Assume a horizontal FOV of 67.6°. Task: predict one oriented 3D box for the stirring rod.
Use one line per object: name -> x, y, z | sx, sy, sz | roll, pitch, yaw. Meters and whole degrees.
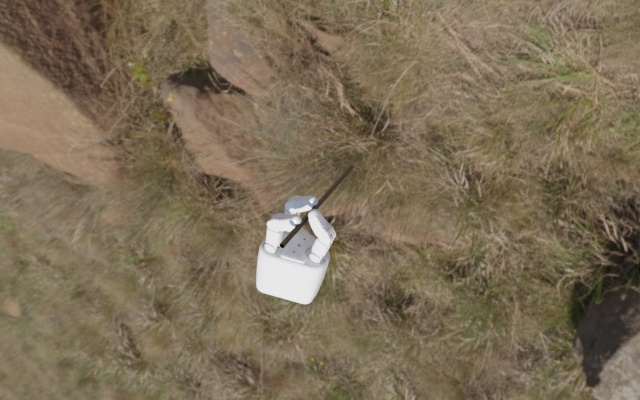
stirring rod -> 0.000, 0.003, 0.774 | 0.011, 0.011, 0.239 | 0, 32, 33
